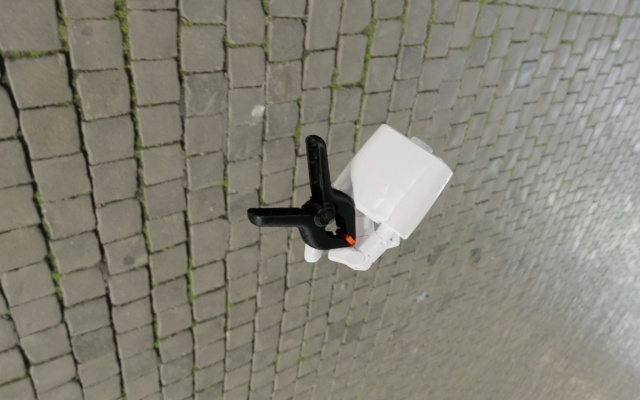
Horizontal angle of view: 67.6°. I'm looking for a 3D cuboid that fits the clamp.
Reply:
[{"bbox_3d":[0.000,0.002,0.571,0.039,0.120,0.171,40,4,40],"label":"clamp"}]
